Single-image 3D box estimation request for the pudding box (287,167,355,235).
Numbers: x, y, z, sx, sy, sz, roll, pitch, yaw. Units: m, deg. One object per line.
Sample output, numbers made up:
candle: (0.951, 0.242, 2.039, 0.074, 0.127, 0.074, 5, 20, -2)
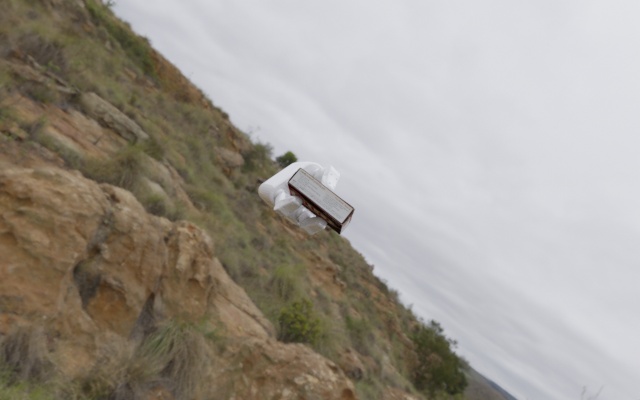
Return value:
pudding box: (0.000, 0.002, 0.779, 0.113, 0.039, 0.090, 36, -10, 8)
